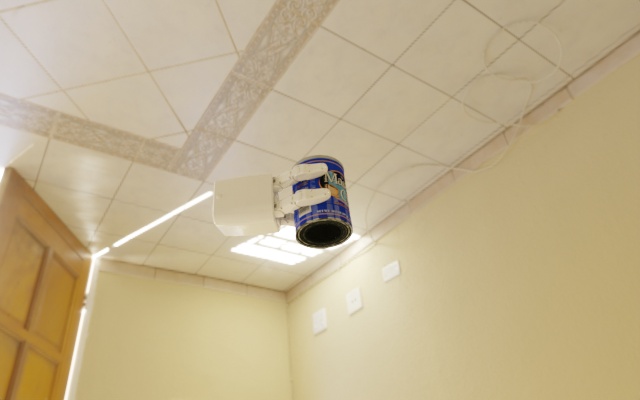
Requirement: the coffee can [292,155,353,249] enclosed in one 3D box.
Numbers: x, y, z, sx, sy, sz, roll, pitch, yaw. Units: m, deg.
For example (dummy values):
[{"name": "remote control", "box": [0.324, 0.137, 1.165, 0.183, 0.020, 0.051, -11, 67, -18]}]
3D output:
[{"name": "coffee can", "box": [0.000, 0.003, 0.872, 0.103, 0.140, 0.103, -4, -35, -3]}]
